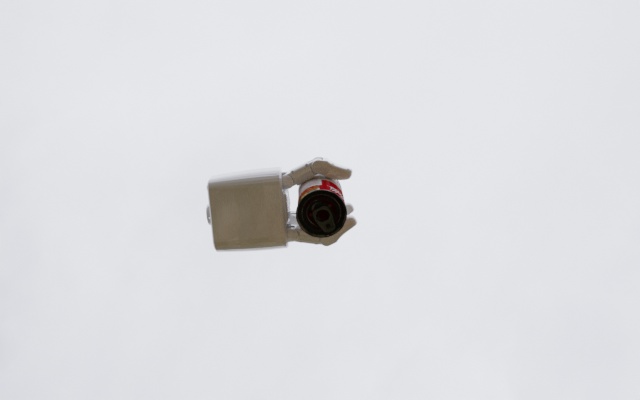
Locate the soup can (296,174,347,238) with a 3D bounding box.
[{"bbox_3d":[0.001,0.002,0.675,0.068,0.068,0.102,0,19,-1],"label":"soup can"}]
